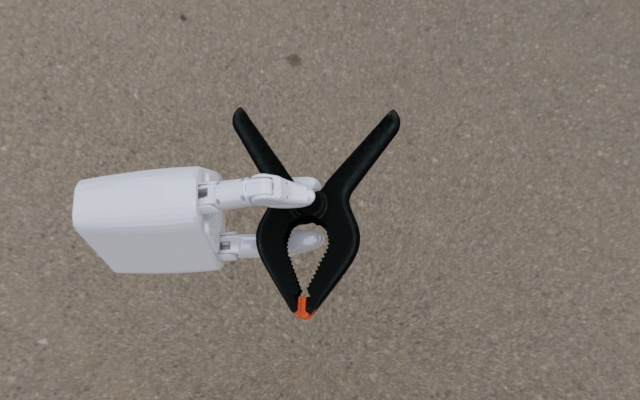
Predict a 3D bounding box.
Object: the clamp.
[{"bbox_3d":[0.000,0.002,0.443,0.164,0.210,0.036,-5,-18,4],"label":"clamp"}]
